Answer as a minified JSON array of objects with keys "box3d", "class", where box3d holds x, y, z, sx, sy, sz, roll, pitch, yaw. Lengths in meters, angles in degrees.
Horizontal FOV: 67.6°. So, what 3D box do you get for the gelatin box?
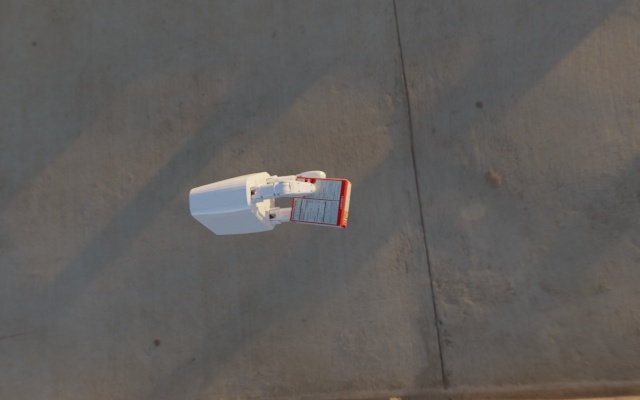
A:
[{"box3d":[0.000,0.002,0.756,0.089,0.073,0.030,4,-8,21],"class":"gelatin box"}]
